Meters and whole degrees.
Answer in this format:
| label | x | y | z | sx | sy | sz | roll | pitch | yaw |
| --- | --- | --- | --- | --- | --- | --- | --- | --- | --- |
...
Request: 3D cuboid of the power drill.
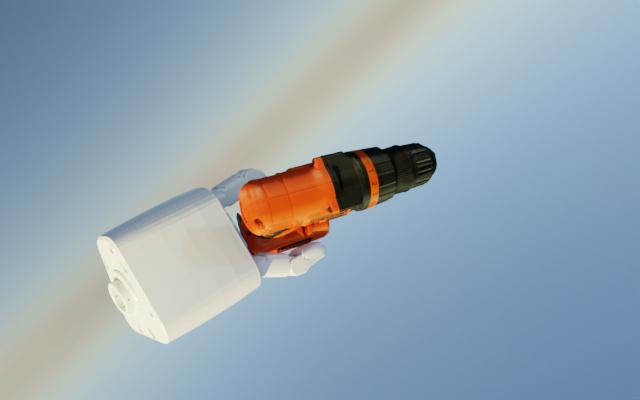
| label | x | y | z | sx | sy | sz | roll | pitch | yaw |
| --- | --- | --- | --- | --- | --- | --- | --- | --- | --- |
| power drill | 0.000 | 0.002 | 0.470 | 0.184 | 0.057 | 0.188 | -14 | -11 | -21 |
